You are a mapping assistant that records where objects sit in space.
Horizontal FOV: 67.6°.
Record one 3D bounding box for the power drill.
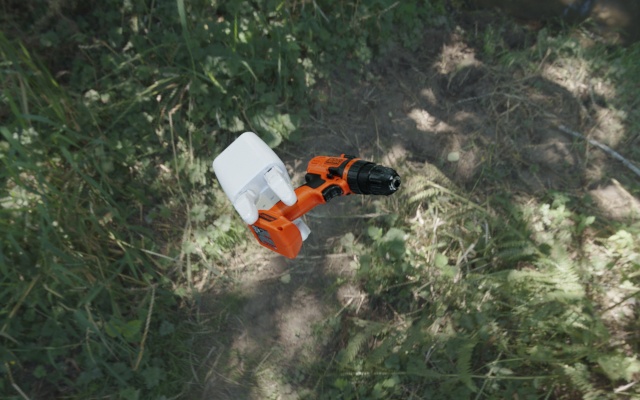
[{"bbox_3d":[0.000,0.002,0.683,0.187,0.057,0.184,-38,28,-26],"label":"power drill"}]
